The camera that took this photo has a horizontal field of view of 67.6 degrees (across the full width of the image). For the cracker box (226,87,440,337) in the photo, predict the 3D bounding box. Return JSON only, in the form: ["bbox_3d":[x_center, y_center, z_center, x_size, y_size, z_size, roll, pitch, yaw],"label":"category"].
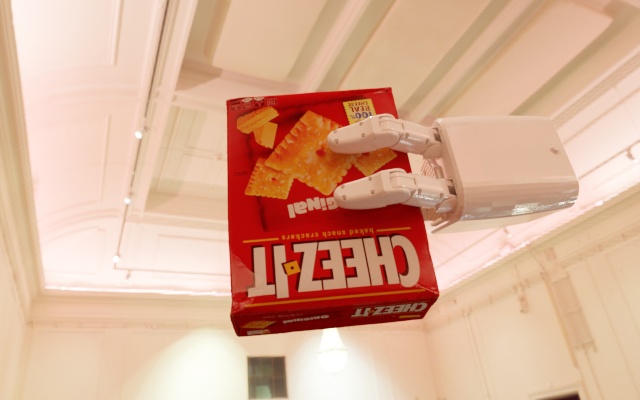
[{"bbox_3d":[0.000,0.001,0.431,0.164,0.213,0.072,-4,-29,-5],"label":"cracker box"}]
